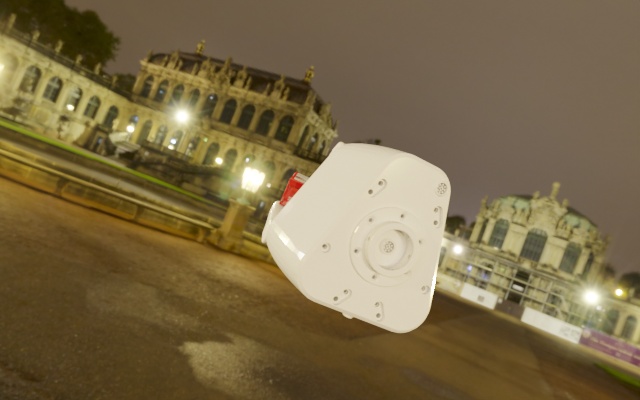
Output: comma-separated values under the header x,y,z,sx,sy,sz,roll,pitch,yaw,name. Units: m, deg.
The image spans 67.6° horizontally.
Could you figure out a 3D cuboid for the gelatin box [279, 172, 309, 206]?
x,y,z,sx,sy,sz,roll,pitch,yaw,name
0.000,0.001,0.479,0.073,0.030,0.089,24,7,-3,gelatin box
